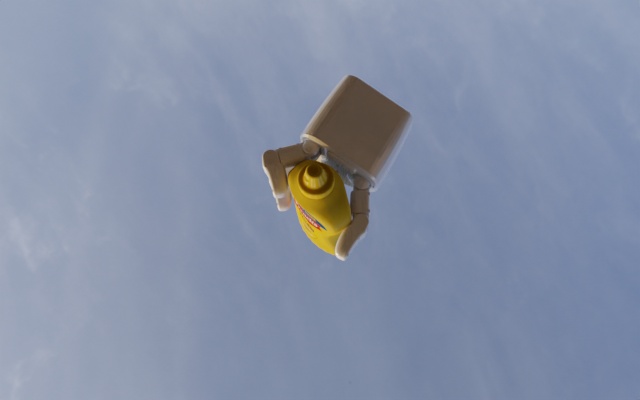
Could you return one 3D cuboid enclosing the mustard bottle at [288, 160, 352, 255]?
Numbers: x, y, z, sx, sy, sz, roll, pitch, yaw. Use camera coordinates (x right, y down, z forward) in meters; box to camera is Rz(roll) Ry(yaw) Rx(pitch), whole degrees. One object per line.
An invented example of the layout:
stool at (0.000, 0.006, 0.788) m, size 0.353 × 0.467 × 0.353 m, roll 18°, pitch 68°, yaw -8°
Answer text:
mustard bottle at (0.000, 0.002, 0.590) m, size 0.058 × 0.096 × 0.192 m, roll -34°, pitch -19°, yaw -9°
